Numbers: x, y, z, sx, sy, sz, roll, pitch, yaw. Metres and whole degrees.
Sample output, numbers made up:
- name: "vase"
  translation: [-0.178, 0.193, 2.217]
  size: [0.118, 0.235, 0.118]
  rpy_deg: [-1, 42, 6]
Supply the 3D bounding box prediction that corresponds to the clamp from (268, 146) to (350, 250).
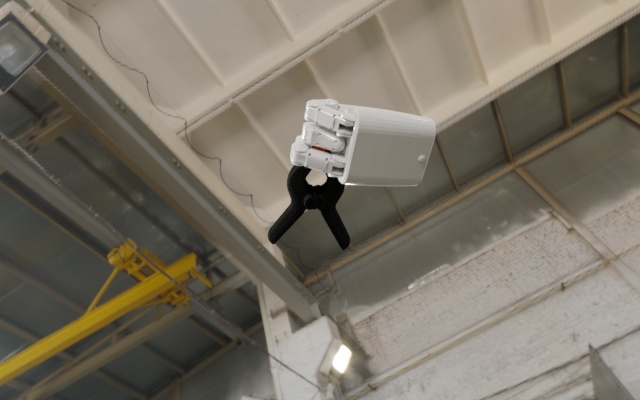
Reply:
- name: "clamp"
  translation: [0.000, 0.002, 0.668]
  size: [0.120, 0.172, 0.039]
  rpy_deg: [9, 34, -14]
